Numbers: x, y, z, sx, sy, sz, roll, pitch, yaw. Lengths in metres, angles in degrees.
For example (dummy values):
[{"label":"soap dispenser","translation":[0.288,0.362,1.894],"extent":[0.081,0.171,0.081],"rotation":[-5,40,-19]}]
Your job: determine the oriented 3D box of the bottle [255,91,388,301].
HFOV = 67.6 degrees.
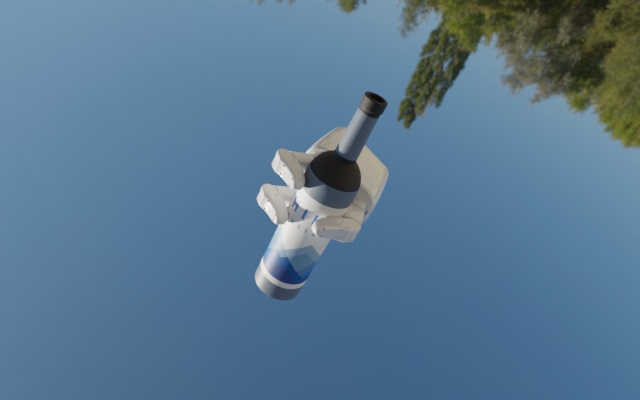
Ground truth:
[{"label":"bottle","translation":[0.000,0.002,0.583],"extent":[0.069,0.296,0.069],"rotation":[20,33,-13]}]
